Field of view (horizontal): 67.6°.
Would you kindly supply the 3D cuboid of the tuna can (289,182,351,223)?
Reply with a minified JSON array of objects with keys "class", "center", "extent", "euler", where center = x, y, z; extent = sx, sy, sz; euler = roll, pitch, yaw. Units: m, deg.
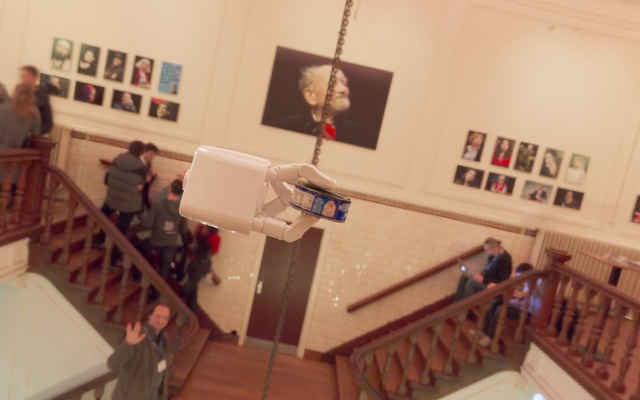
[{"class":"tuna can","center":[0.000,0.002,0.683],"extent":[0.086,0.034,0.086],"euler":[18,6,-2]}]
